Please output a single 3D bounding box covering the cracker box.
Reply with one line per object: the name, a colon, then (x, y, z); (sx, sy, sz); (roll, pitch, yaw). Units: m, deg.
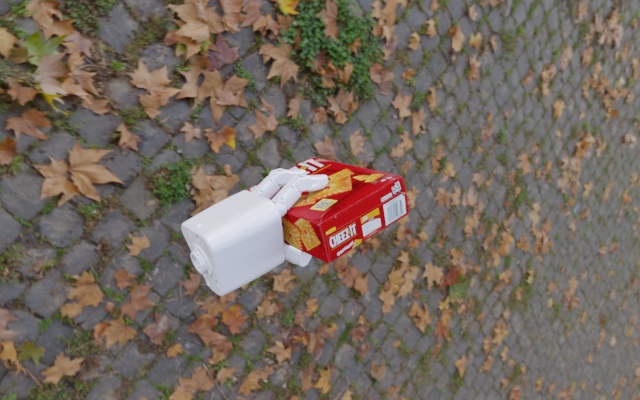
cracker box: (0.000, 0.003, 0.733); (0.164, 0.072, 0.213); (-28, 28, -30)
